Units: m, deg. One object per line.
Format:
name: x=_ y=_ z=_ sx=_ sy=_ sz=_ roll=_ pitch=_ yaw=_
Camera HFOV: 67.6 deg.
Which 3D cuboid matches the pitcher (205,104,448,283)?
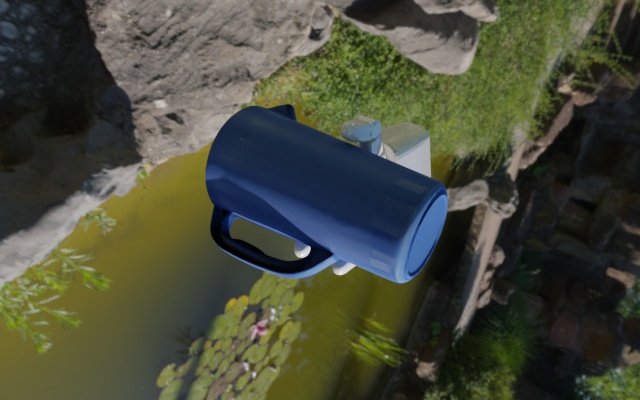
pitcher: x=0.000 y=0.002 z=0.515 sx=0.243 sy=0.149 sz=0.145 roll=23 pitch=31 yaw=27
